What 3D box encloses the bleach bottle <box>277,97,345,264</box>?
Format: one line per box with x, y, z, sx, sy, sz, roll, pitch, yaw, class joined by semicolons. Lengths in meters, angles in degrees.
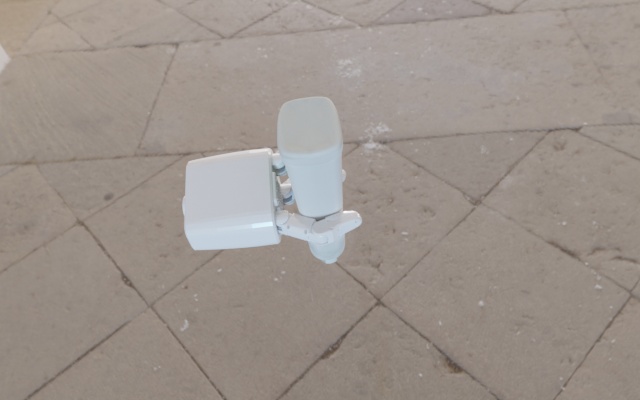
0.000;0.002;0.590;0.068;0.102;0.251;-7;-42;2;bleach bottle
